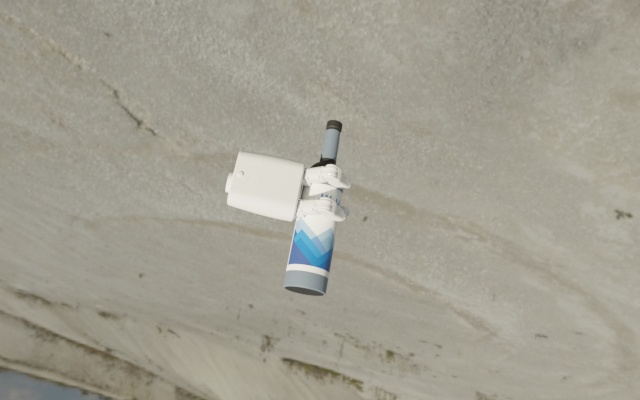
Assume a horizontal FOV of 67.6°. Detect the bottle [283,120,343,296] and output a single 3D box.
[{"bbox_3d":[0.000,0.003,0.779,0.069,0.295,0.069,9,-20,3],"label":"bottle"}]
